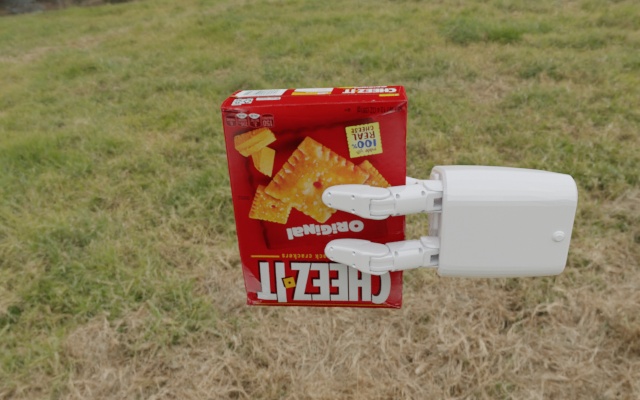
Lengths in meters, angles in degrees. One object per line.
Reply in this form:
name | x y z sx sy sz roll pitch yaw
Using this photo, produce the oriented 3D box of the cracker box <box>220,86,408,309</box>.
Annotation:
cracker box | 0.000 0.001 0.468 0.164 0.214 0.072 0 24 7
